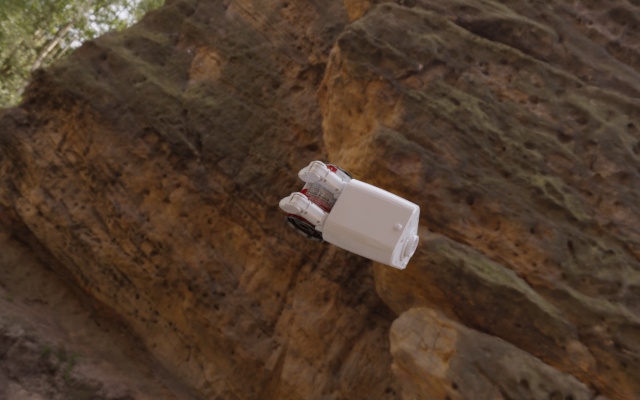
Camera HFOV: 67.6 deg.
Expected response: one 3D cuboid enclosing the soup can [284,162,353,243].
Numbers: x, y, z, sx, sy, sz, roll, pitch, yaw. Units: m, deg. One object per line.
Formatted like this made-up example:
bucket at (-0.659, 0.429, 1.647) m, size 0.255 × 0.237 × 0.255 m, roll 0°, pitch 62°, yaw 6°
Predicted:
soup can at (0.000, 0.002, 0.717) m, size 0.068 × 0.102 × 0.068 m, roll 27°, pitch -19°, yaw 10°
